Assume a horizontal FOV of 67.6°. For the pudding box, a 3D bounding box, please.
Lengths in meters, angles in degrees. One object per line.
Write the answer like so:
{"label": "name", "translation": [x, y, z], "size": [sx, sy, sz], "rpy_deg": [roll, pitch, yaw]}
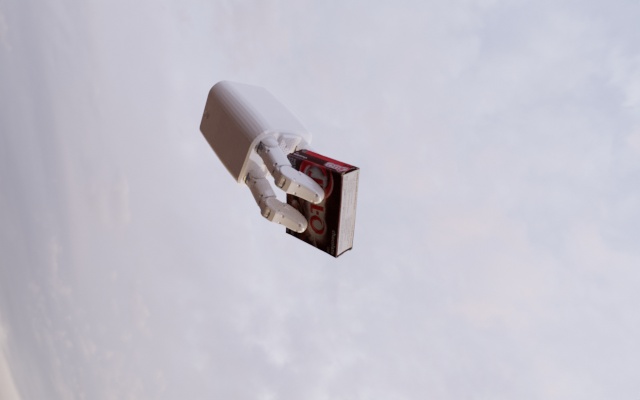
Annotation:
{"label": "pudding box", "translation": [0.000, 0.002, 0.588], "size": [0.090, 0.113, 0.039], "rpy_deg": [23, 33, 38]}
